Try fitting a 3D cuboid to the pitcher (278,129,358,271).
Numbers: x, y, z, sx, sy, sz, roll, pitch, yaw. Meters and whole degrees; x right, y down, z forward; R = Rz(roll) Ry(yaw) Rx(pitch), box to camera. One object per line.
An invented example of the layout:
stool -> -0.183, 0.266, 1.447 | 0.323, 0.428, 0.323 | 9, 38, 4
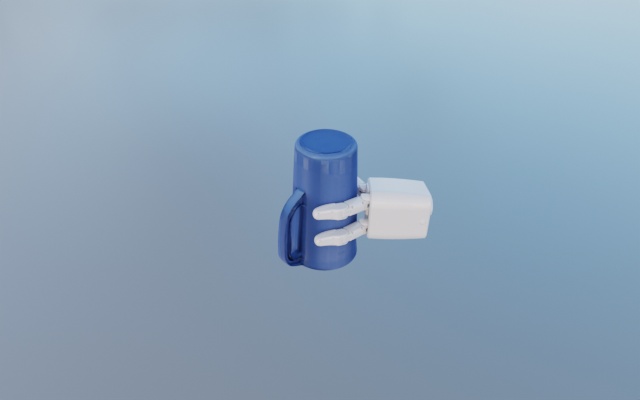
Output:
pitcher -> 0.000, 0.003, 0.866 | 0.145, 0.243, 0.149 | 2, 34, 2
